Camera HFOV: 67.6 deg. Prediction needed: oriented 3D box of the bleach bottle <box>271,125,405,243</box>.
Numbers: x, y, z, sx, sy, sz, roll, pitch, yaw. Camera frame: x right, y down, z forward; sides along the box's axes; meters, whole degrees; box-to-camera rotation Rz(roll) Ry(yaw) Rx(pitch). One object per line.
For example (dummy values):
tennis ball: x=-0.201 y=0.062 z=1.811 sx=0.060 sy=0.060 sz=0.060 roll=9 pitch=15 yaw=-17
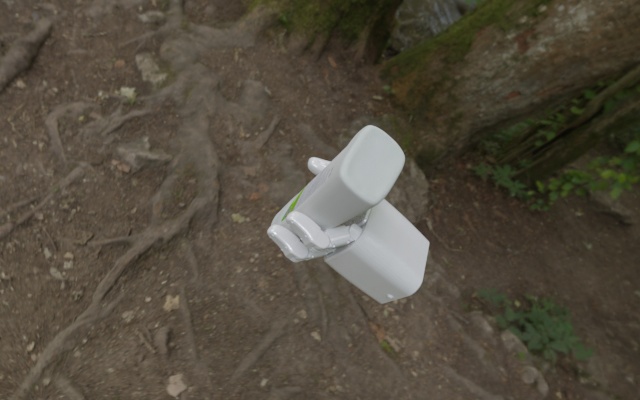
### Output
bleach bottle: x=0.000 y=0.002 z=0.630 sx=0.068 sy=0.102 sz=0.251 roll=41 pitch=-35 yaw=-10
